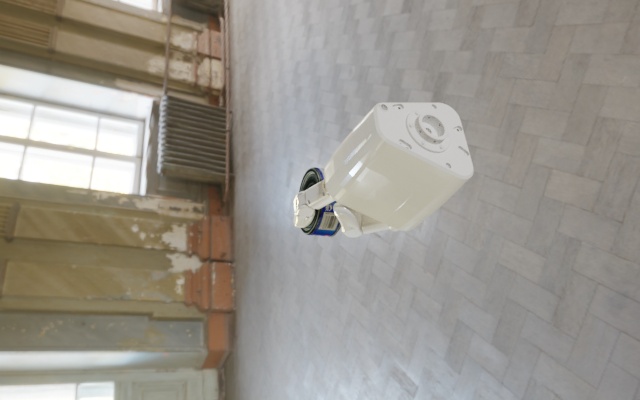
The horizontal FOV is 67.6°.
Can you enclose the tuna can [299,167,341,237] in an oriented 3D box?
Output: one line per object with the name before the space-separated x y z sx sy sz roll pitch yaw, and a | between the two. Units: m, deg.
tuna can | 0.000 0.002 0.595 0.034 0.086 0.086 5 -2 -21
